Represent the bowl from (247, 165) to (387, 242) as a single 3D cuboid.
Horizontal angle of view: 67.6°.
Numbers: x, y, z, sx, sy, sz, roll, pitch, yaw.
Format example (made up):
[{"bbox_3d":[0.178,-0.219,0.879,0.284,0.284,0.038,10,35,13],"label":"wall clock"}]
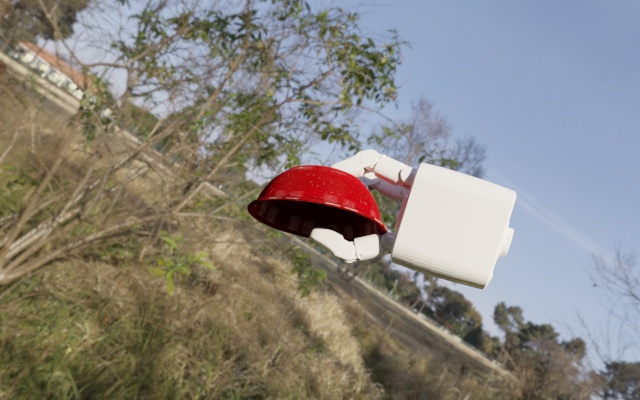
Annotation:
[{"bbox_3d":[-0.001,0.001,0.553,0.162,0.055,0.162,9,-18,3],"label":"bowl"}]
